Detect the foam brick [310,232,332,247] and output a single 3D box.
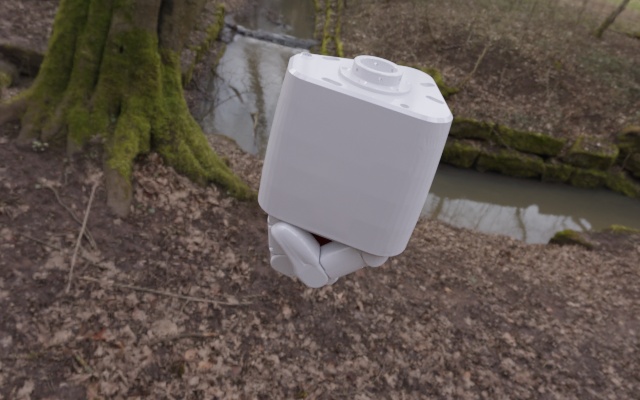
[{"bbox_3d":[0.000,0.001,0.420,0.053,0.051,0.078,10,34,-6],"label":"foam brick"}]
